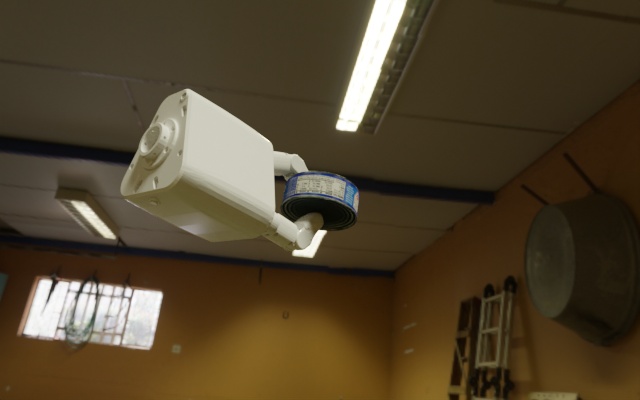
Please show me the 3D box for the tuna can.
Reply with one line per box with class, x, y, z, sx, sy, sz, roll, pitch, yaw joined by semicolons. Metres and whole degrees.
tuna can;0.000;0.001;0.534;0.086;0.033;0.086;8;-26;4
